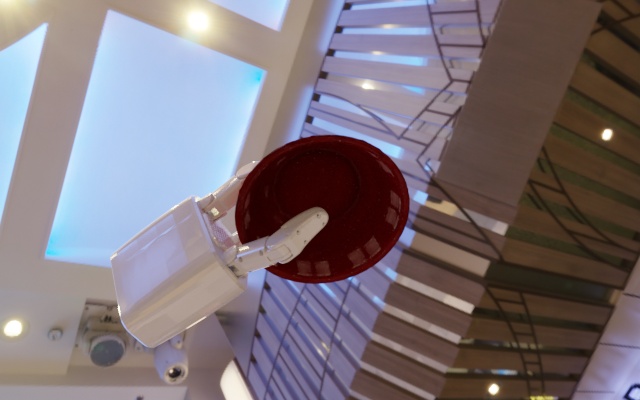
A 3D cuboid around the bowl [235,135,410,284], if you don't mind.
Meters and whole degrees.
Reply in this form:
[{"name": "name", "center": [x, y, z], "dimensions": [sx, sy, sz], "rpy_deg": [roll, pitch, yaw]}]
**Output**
[{"name": "bowl", "center": [0.001, 0.001, 0.459], "dimensions": [0.162, 0.162, 0.055], "rpy_deg": [0, 31, -8]}]
